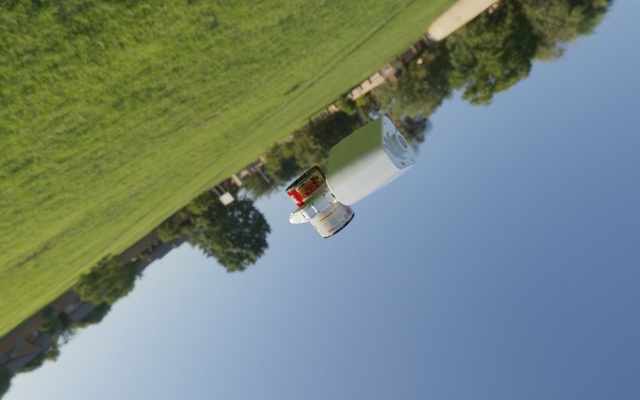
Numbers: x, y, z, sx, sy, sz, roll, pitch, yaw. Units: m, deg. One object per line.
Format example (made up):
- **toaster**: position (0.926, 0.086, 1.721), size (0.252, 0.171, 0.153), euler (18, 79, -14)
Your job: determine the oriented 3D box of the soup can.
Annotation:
- **soup can**: position (0.000, 0.003, 0.780), size (0.068, 0.102, 0.068), euler (-37, 10, 8)
